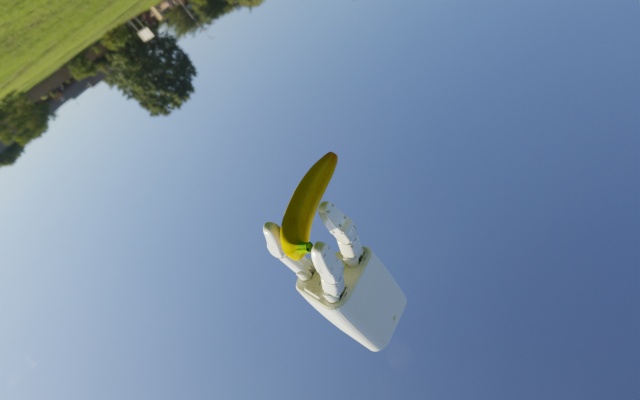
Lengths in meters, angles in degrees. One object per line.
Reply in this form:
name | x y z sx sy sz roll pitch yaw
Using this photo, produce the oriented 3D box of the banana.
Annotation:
banana | -0.015 0.011 0.609 0.069 0.037 0.197 -26 31 28
